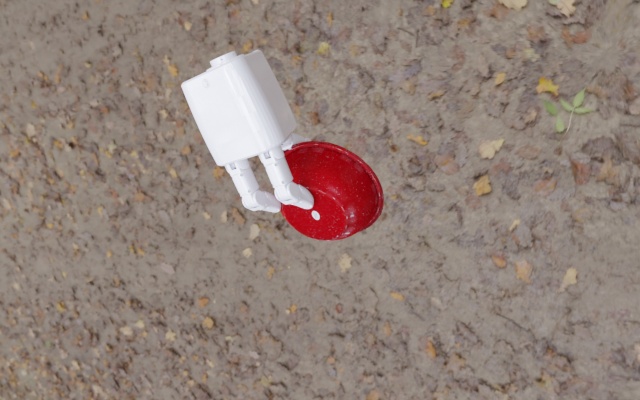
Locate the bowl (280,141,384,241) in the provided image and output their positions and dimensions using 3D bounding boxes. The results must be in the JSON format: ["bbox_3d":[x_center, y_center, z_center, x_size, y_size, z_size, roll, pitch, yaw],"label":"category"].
[{"bbox_3d":[0.001,0.003,0.641,0.162,0.162,0.055,0,39,25],"label":"bowl"}]
